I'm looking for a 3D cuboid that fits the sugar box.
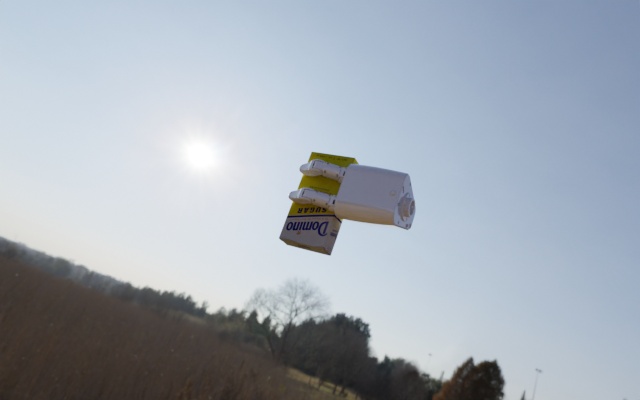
[{"bbox_3d":[0.000,0.002,0.855,0.093,0.176,0.048,10,-21,27],"label":"sugar box"}]
